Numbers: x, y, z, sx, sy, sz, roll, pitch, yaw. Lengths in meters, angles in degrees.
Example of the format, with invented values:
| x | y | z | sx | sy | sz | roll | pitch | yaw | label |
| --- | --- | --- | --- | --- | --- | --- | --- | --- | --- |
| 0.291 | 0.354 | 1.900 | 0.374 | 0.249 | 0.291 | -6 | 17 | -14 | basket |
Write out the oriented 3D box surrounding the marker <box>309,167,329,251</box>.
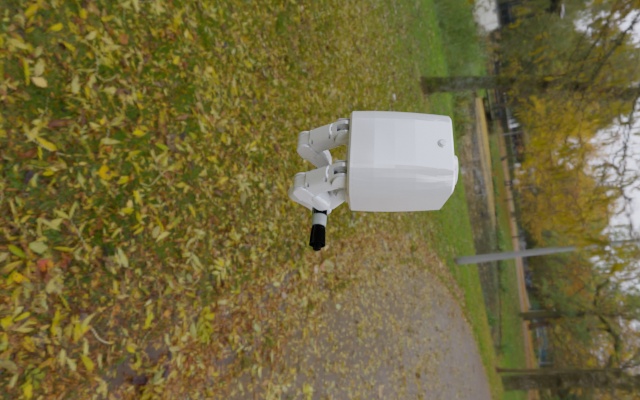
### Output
| x | y | z | sx | sy | sz | roll | pitch | yaw | label |
| --- | --- | --- | --- | --- | --- | --- | --- | --- | --- |
| 0.000 | 0.002 | 0.560 | 0.020 | 0.121 | 0.020 | 3 | -28 | 2 | marker |
